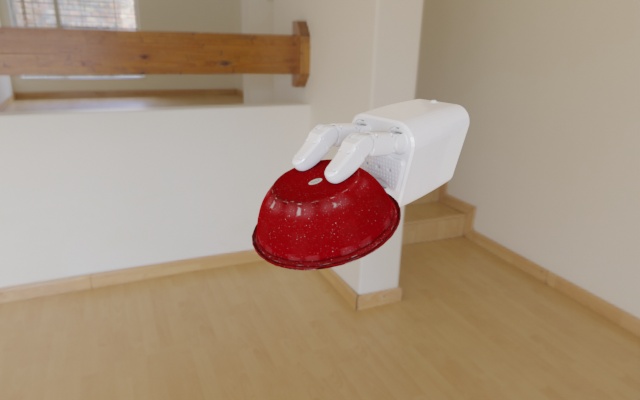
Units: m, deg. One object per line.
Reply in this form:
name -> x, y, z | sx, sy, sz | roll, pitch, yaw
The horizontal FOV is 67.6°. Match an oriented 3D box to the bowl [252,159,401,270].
bowl -> -0.001, 0.002, 0.498 | 0.162, 0.055, 0.162 | -10, 29, 6
